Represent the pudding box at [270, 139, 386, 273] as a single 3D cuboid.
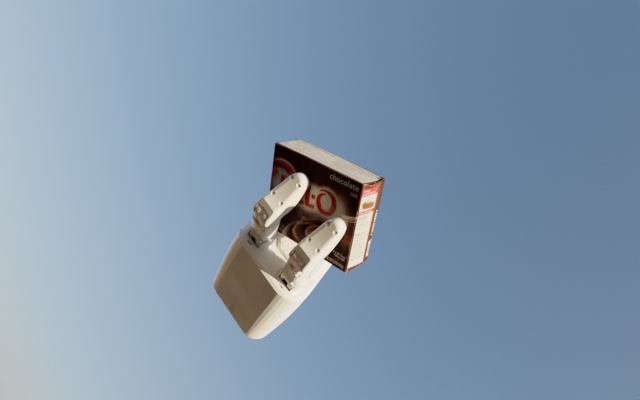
[{"bbox_3d":[0.000,0.001,0.455,0.113,0.090,0.039,26,31,32],"label":"pudding box"}]
